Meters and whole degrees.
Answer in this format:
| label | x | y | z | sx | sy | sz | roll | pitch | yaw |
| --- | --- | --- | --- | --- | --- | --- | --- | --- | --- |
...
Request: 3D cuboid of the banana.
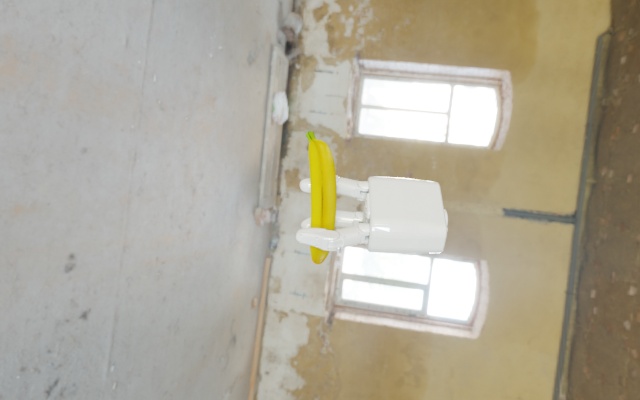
| label | x | y | z | sx | sy | sz | roll | pitch | yaw |
| --- | --- | --- | --- | --- | --- | --- | --- | --- | --- |
| banana | 0.002 | 0.001 | 0.678 | 0.037 | 0.198 | 0.069 | -2 | 8 | -7 |
